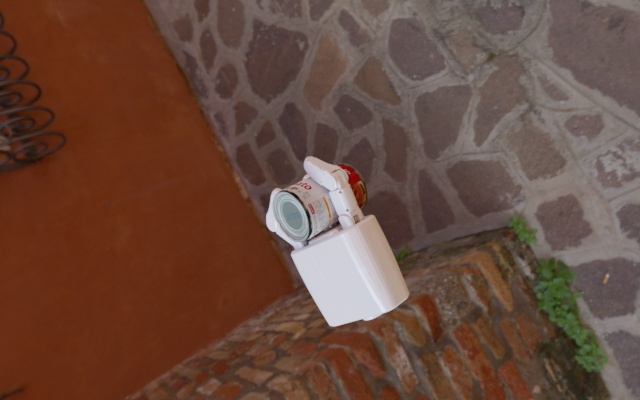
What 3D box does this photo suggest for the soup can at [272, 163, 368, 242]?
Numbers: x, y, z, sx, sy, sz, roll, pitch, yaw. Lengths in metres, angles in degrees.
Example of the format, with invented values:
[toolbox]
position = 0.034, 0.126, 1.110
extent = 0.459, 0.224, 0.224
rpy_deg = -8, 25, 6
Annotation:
[soup can]
position = 0.000, 0.002, 0.589
extent = 0.102, 0.068, 0.068
rpy_deg = -27, 17, -38
